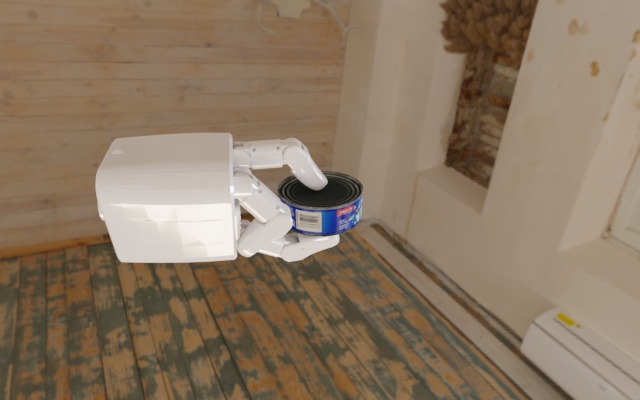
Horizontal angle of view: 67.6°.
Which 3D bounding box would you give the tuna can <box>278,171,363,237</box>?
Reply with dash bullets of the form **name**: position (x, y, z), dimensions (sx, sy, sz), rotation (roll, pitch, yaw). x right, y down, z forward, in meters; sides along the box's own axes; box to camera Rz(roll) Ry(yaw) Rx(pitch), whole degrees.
- **tuna can**: position (0.000, 0.002, 0.486), dimensions (0.086, 0.034, 0.086), rotation (0, 27, 0)
